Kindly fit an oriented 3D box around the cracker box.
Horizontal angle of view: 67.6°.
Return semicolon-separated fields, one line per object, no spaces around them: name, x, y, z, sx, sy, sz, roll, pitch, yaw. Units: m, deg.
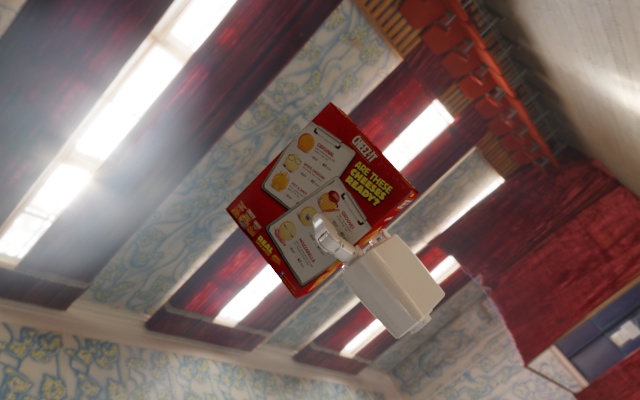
cracker box;0.000;0.002;0.657;0.214;0.164;0.072;-44;-14;14
